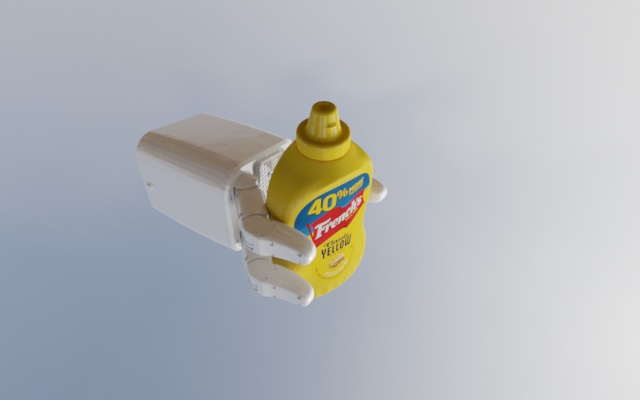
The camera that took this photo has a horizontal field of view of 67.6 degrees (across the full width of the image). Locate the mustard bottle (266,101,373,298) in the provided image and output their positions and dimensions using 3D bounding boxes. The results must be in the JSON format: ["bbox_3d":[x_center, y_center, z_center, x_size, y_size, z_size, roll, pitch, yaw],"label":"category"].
[{"bbox_3d":[0.000,0.002,0.404,0.096,0.192,0.058,-27,51,-26],"label":"mustard bottle"}]
